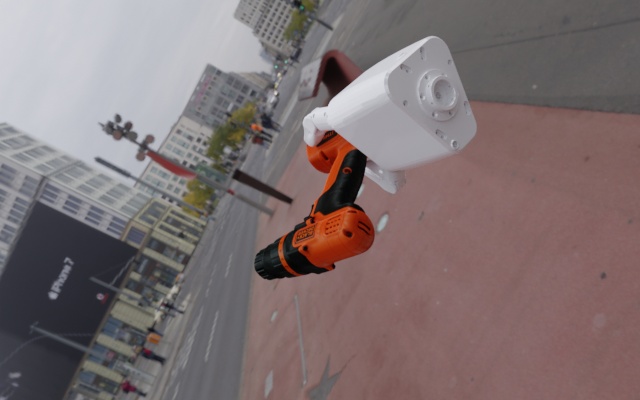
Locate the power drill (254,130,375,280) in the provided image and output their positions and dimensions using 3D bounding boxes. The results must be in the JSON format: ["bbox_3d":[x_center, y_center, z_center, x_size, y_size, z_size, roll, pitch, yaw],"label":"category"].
[{"bbox_3d":[0.000,0.001,0.572,0.057,0.187,0.184,35,-38,-29],"label":"power drill"}]
